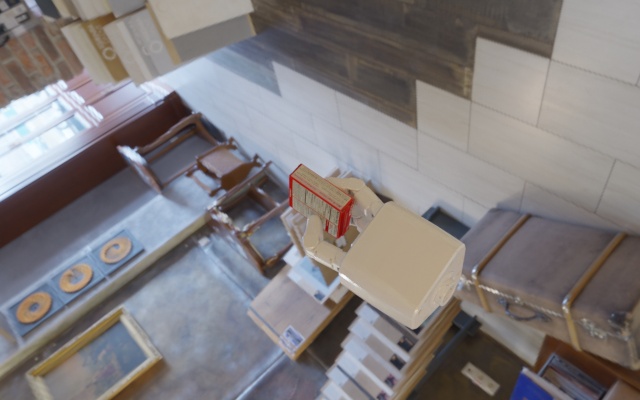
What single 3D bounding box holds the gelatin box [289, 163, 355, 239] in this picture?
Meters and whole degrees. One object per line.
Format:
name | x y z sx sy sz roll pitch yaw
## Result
gelatin box | 0.000 0.002 0.629 0.089 0.030 0.073 34 -28 17
